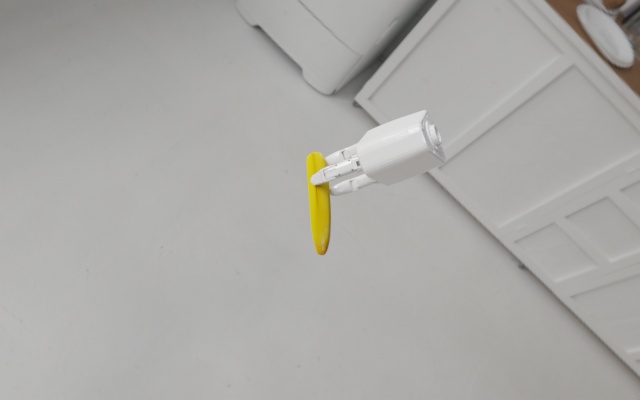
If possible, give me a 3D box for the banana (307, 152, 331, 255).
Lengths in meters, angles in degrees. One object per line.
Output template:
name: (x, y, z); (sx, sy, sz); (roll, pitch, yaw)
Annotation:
banana: (-0.001, -0.008, 0.826); (0.037, 0.197, 0.070); (-5, -23, 2)
